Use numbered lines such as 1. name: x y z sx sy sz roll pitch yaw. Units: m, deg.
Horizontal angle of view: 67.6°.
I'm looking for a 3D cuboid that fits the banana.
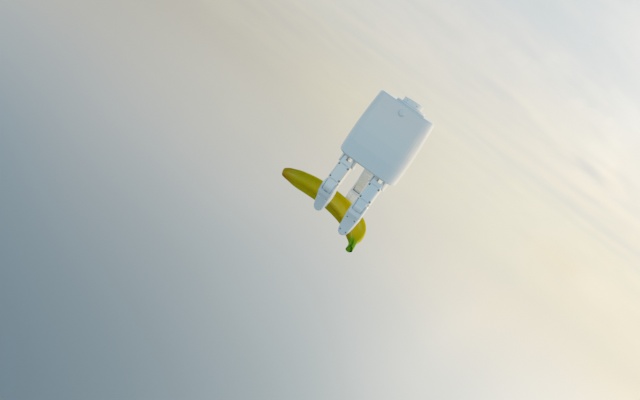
1. banana: 0.015 0.005 0.773 0.069 0.037 0.197 2 36 -48
